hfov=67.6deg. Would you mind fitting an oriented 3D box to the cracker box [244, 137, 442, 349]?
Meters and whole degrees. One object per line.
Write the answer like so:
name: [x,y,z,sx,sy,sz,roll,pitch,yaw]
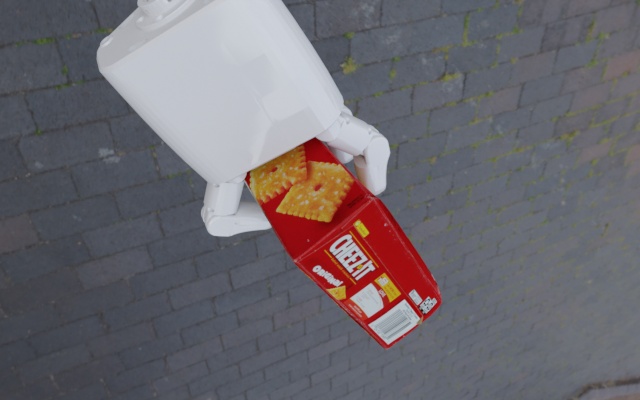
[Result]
cracker box: [0.000,0.002,0.412,0.164,0.072,0.213,51,2,-45]
